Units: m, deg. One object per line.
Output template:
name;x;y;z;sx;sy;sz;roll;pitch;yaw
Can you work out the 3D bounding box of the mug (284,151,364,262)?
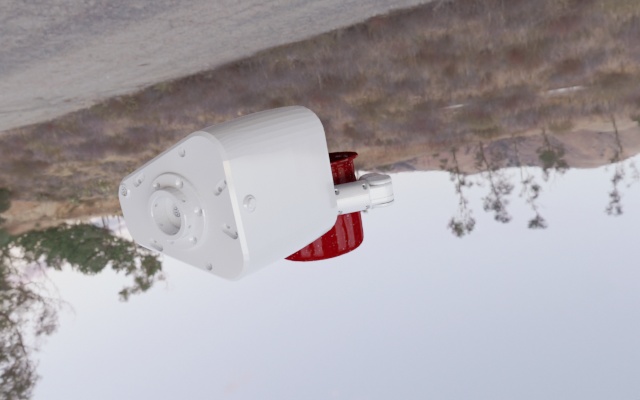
mug;0.001;0.001;0.439;0.093;0.081;0.117;-2;14;33
